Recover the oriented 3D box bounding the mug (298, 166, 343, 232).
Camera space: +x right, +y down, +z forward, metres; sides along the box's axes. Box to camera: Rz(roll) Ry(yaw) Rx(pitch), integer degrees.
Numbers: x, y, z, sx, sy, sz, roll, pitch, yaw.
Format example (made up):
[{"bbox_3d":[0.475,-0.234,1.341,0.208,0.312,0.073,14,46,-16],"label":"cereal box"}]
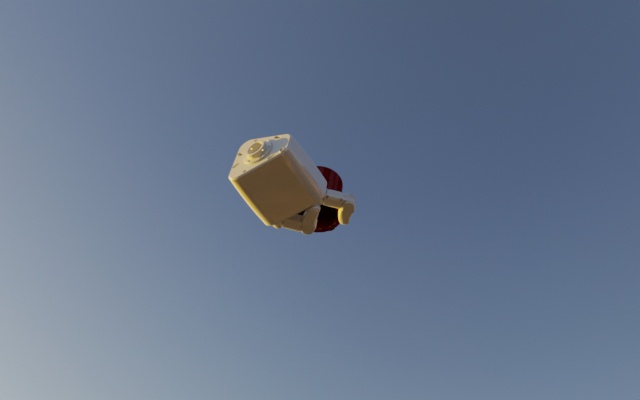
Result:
[{"bbox_3d":[0.001,0.003,0.831,0.093,0.081,0.117,-15,-48,24],"label":"mug"}]
